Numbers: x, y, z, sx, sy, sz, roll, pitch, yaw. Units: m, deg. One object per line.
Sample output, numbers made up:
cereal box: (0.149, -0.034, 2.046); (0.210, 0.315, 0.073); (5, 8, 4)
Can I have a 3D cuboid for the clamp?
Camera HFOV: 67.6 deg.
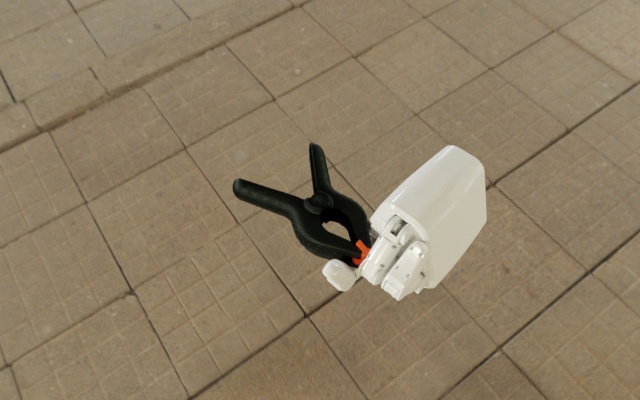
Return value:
clamp: (0.000, 0.002, 0.524); (0.171, 0.120, 0.039); (39, -27, 22)
